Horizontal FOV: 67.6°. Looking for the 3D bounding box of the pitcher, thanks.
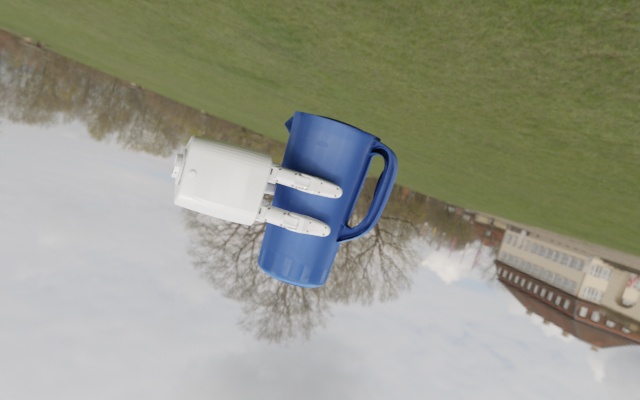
[{"bbox_3d":[0.000,0.002,0.703,0.145,0.243,0.149,15,5,-23],"label":"pitcher"}]
